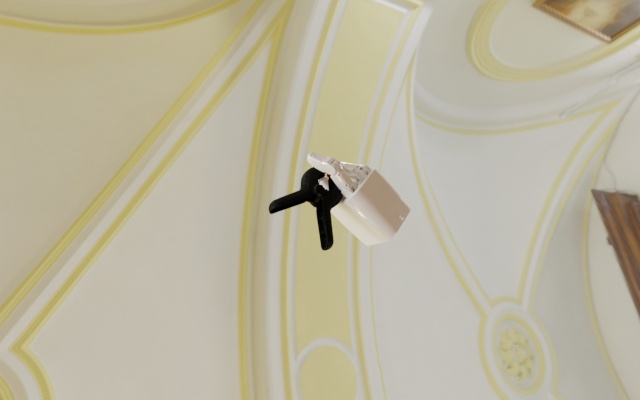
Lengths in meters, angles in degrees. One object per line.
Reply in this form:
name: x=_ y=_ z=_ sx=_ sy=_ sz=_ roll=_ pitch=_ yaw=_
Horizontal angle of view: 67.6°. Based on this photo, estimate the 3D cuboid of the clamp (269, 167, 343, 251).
clamp: x=0.000 y=0.003 z=0.809 sx=0.039 sy=0.120 sz=0.171 roll=-36 pitch=11 yaw=50
